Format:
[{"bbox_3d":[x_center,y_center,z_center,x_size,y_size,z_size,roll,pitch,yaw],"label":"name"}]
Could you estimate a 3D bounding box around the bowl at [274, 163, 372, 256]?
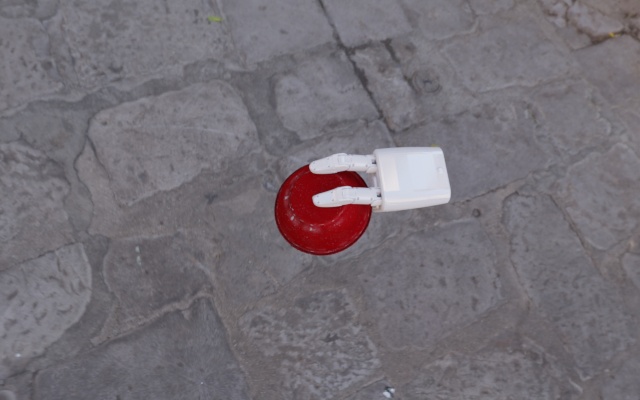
[{"bbox_3d":[-0.001,0.003,0.752,0.162,0.162,0.055,0,-18,9],"label":"bowl"}]
